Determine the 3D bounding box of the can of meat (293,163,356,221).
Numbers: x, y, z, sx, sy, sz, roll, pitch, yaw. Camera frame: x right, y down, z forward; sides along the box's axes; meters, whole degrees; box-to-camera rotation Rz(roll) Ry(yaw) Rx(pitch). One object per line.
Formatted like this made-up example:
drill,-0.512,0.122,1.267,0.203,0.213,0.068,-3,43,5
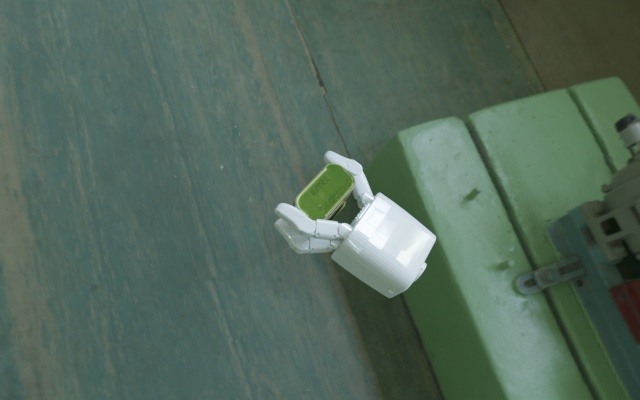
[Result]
can of meat,0.000,0.002,0.699,0.057,0.102,0.084,41,-22,5
